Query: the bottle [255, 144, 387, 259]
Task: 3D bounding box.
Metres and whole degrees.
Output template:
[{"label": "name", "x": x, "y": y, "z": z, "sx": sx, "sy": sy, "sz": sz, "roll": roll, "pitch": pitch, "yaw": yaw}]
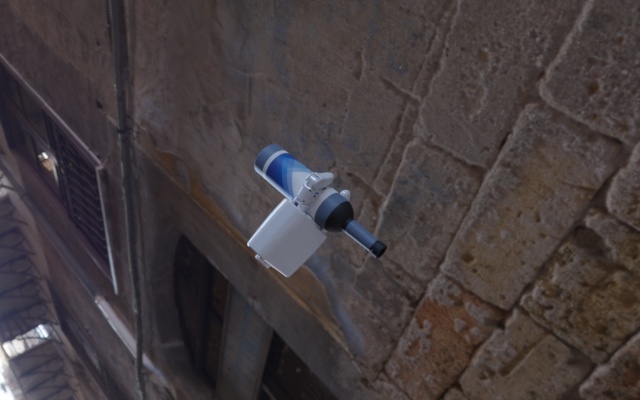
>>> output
[{"label": "bottle", "x": 0.000, "y": 0.003, "z": 0.861, "sx": 0.295, "sy": 0.069, "sz": 0.069, "roll": 39, "pitch": 19, "yaw": 26}]
